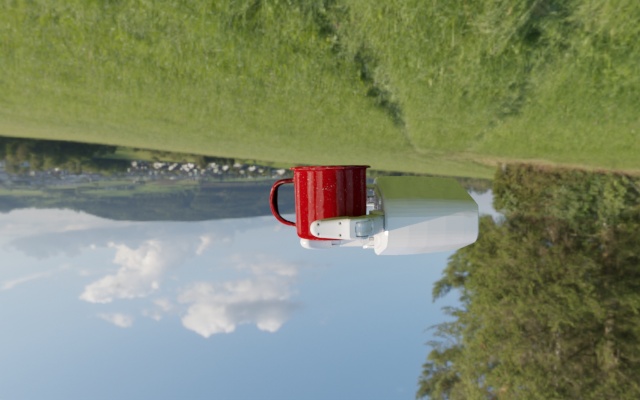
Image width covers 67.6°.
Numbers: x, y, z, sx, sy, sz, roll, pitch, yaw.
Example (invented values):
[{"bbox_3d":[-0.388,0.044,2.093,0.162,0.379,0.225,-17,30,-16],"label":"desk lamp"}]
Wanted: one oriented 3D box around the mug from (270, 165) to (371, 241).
[{"bbox_3d":[-0.001,0.002,0.549,0.117,0.081,0.093,-1,3,1],"label":"mug"}]
